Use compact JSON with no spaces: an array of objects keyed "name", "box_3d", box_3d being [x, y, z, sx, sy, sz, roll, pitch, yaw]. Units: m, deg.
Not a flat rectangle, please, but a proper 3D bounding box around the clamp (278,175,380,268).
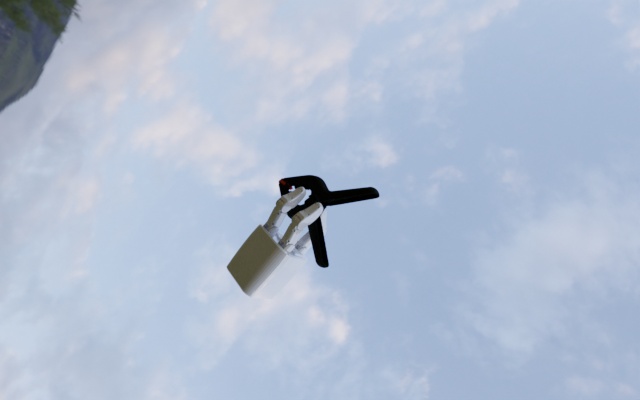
[{"name":"clamp","box_3d":[0.000,0.003,0.877,0.210,0.164,0.036,43,1,40]}]
